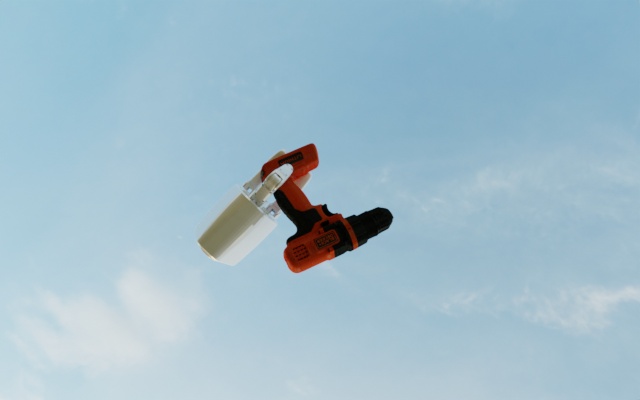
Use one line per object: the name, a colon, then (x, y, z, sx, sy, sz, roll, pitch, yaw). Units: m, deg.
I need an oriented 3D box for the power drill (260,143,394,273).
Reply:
power drill: (0.000, 0.002, 0.764, 0.184, 0.187, 0.057, -24, -22, -13)
